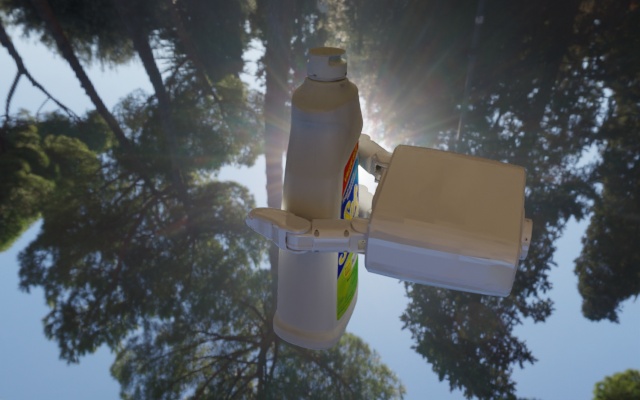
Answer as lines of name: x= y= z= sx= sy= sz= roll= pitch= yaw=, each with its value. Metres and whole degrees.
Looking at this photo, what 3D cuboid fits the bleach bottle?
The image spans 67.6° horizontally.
bleach bottle: x=0.000 y=0.001 z=0.411 sx=0.068 sy=0.251 sz=0.102 roll=11 pitch=31 yaw=18
